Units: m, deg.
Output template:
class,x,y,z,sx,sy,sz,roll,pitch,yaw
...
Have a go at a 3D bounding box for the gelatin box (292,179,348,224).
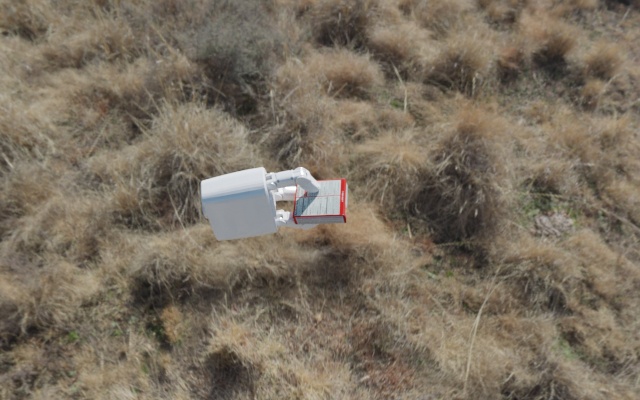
class,x,y,z,sx,sy,sz,roll,pitch,yaw
gelatin box,0.000,0.002,0.809,0.089,0.073,0.030,-3,-33,11
